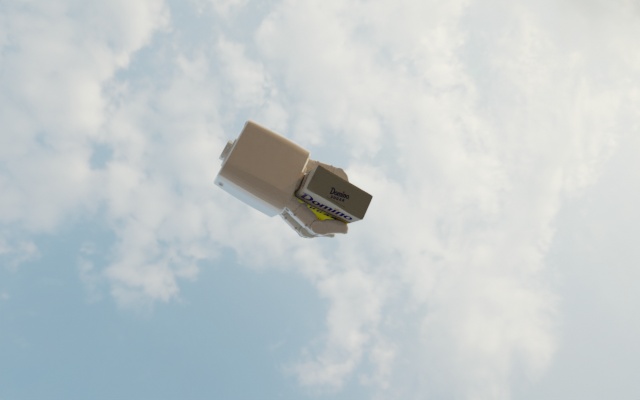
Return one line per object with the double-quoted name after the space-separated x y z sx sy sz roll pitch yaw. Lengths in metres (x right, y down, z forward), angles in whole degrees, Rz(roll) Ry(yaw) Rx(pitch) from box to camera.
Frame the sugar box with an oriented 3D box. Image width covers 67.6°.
0.000 0.003 0.730 0.093 0.048 0.176 29 -14 -12 "sugar box"
